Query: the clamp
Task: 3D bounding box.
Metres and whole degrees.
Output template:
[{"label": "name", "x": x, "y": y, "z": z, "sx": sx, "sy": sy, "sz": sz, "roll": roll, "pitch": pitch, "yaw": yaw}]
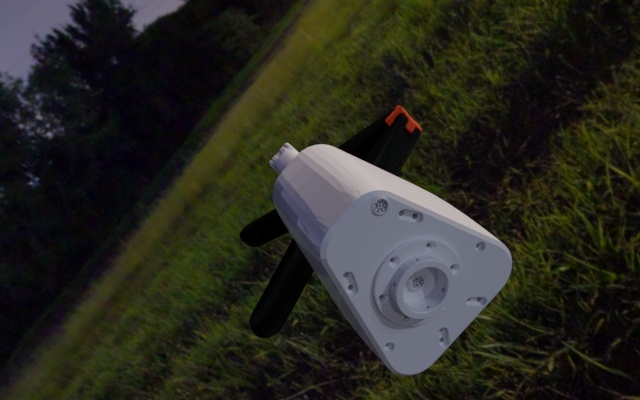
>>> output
[{"label": "clamp", "x": 0.000, "y": 0.001, "z": 0.423, "sx": 0.036, "sy": 0.210, "sz": 0.164, "roll": 41, "pitch": 2, "yaw": -25}]
